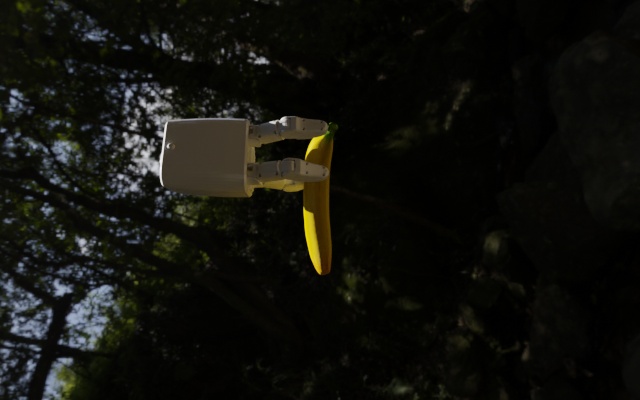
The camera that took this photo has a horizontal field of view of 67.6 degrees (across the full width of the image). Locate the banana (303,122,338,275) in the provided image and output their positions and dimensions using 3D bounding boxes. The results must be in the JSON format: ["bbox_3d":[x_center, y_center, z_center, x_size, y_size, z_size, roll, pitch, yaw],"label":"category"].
[{"bbox_3d":[-0.003,-0.003,0.642,0.037,0.198,0.069,1,4,-10],"label":"banana"}]
